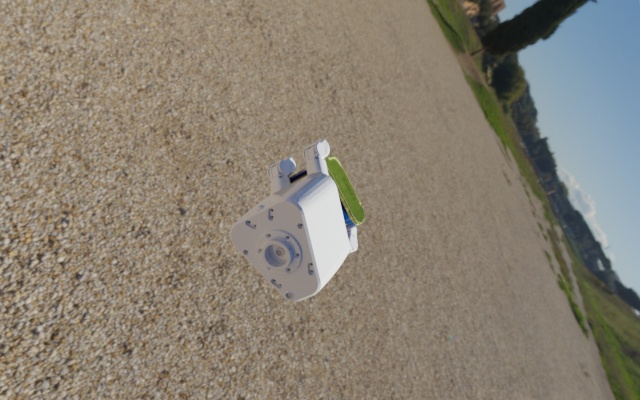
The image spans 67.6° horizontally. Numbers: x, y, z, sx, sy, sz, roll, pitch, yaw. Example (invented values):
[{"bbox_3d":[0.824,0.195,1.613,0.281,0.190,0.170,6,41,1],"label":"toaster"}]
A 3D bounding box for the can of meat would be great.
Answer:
[{"bbox_3d":[0.000,0.002,0.629,0.084,0.102,0.057,-27,2,24],"label":"can of meat"}]
